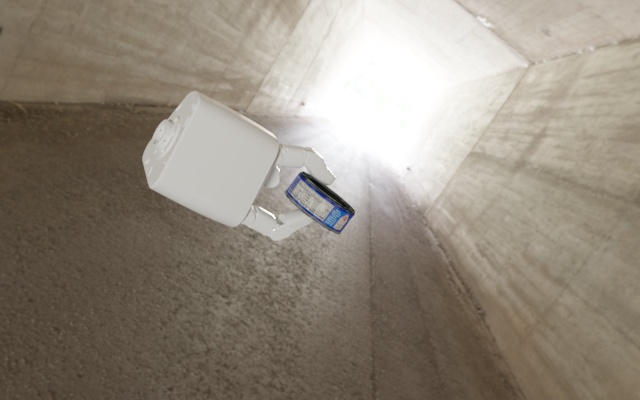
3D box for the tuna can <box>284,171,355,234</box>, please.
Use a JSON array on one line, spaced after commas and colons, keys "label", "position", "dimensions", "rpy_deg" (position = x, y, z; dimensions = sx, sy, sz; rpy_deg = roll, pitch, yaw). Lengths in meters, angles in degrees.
[{"label": "tuna can", "position": [0.000, 0.001, 0.581], "dimensions": [0.086, 0.034, 0.086], "rpy_deg": [37, 7, -5]}]
